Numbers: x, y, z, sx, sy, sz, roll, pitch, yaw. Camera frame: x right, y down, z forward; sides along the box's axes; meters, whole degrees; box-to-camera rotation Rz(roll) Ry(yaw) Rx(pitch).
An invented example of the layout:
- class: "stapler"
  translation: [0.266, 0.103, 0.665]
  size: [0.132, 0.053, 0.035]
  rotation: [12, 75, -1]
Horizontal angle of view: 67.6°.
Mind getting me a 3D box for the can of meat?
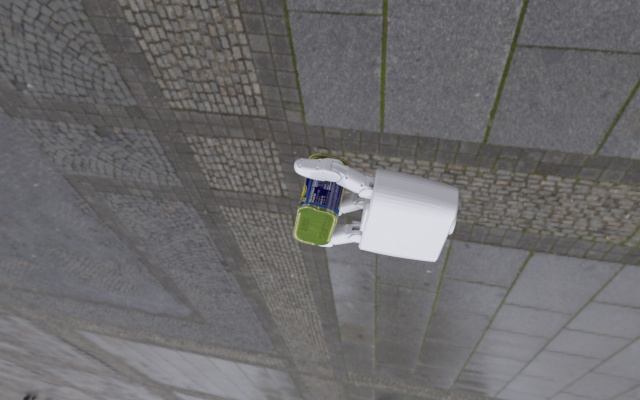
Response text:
- class: "can of meat"
  translation: [0.000, 0.002, 0.635]
  size: [0.057, 0.084, 0.102]
  rotation: [13, -32, 0]
